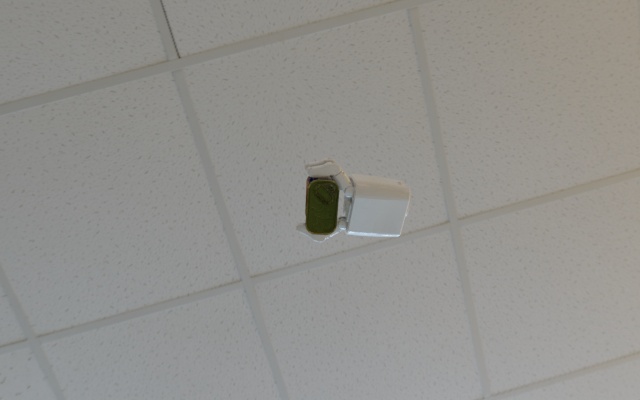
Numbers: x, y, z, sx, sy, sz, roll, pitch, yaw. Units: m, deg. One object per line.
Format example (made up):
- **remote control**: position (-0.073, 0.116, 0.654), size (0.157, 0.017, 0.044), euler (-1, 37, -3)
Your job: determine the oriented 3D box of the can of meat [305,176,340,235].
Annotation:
- **can of meat**: position (0.000, 0.003, 0.892), size (0.057, 0.102, 0.084), euler (2, 15, -5)
